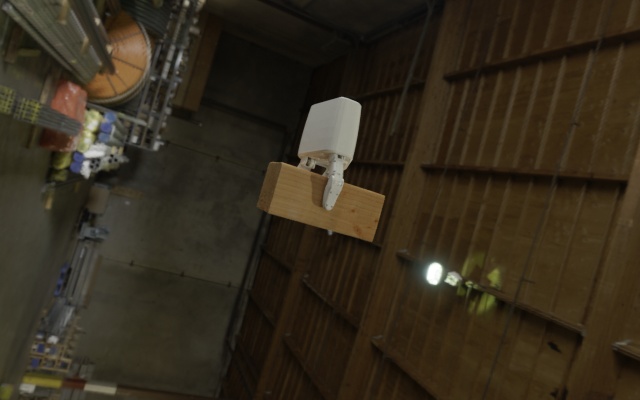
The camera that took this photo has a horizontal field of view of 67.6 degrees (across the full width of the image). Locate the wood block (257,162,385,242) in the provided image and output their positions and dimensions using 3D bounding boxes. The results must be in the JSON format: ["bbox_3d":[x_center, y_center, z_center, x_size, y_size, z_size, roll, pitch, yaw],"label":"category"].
[{"bbox_3d":[0.000,0.003,0.876,0.206,0.090,0.091,17,-1,-20],"label":"wood block"}]
